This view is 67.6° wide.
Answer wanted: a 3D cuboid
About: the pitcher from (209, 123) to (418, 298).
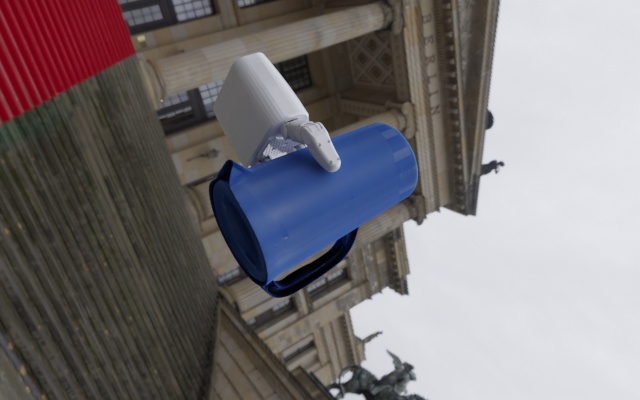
[{"bbox_3d":[0.000,0.002,0.590,0.243,0.145,0.149,-26,-18,-25],"label":"pitcher"}]
